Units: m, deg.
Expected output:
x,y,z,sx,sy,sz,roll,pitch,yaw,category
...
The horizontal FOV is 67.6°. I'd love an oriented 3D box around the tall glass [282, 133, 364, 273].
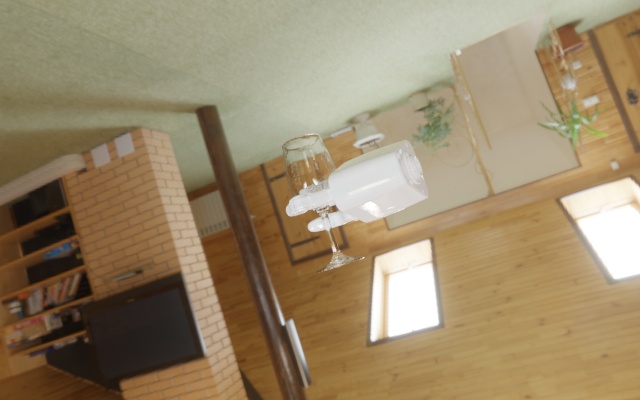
x,y,z,sx,sy,sz,roll,pitch,yaw,category
0.000,0.003,0.724,0.079,0.201,0.079,-18,-7,-2,tall glass
